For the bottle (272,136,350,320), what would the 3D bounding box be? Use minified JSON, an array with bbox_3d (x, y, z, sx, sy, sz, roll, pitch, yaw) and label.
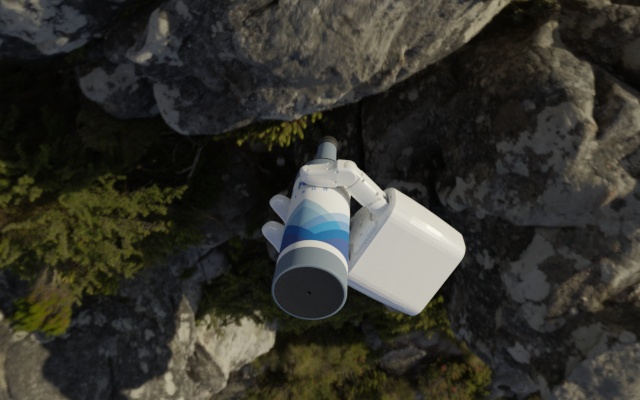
[{"bbox_3d":[0.000,0.002,0.540,0.069,0.069,0.295,0,33,5],"label":"bottle"}]
